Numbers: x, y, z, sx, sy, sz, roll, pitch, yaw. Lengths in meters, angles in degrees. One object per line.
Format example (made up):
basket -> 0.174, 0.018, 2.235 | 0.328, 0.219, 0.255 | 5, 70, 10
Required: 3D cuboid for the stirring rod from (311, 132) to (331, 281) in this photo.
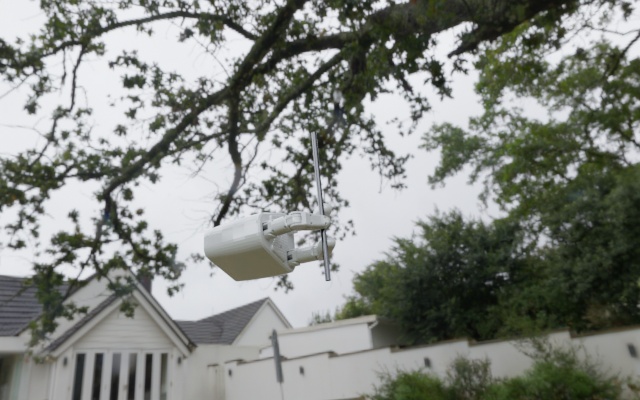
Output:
stirring rod -> 0.000, 0.002, 0.717 | 0.011, 0.239, 0.011 | -5, -23, -2
